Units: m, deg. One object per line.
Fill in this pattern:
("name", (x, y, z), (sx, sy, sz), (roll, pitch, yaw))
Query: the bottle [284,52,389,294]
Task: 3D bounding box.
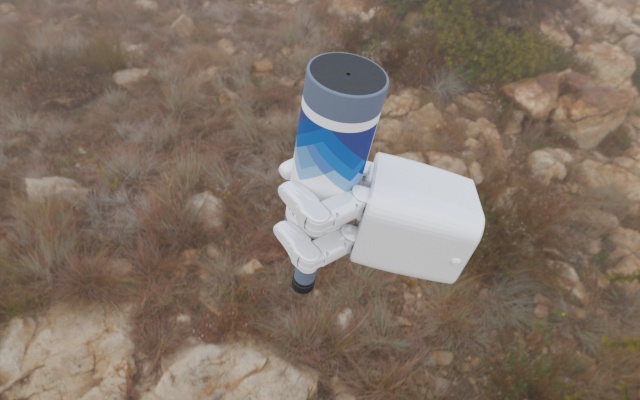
("bottle", (0.000, 0.001, 0.480), (0.069, 0.069, 0.296), (0, -44, -12))
